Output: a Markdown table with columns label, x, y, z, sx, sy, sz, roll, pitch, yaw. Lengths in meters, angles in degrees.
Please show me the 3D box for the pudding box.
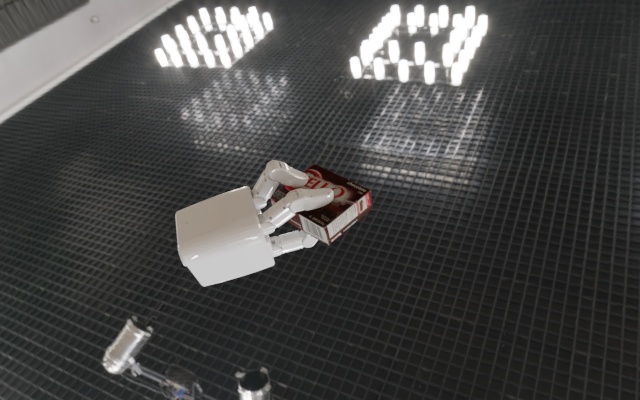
| label | x | y | z | sx | sy | sz | roll | pitch | yaw |
| --- | --- | --- | --- | --- | --- | --- | --- | --- | --- |
| pudding box | 0.000 | 0.002 | 0.651 | 0.090 | 0.039 | 0.113 | -38 | 48 | -27 |
